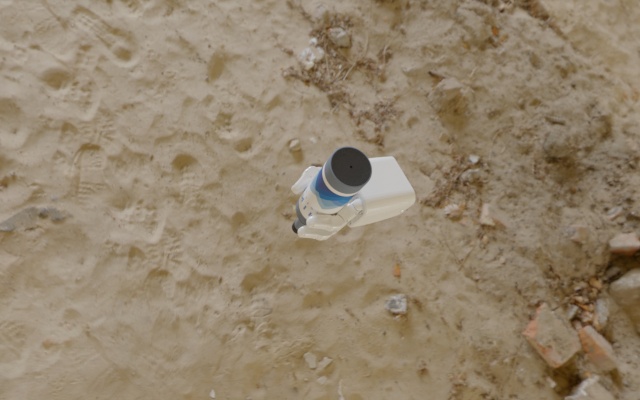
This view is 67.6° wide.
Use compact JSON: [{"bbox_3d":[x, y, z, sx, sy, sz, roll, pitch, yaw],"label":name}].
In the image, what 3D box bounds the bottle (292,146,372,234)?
[{"bbox_3d":[0.000,0.003,0.819,0.069,0.069,0.296,0,-21,-19],"label":"bottle"}]
